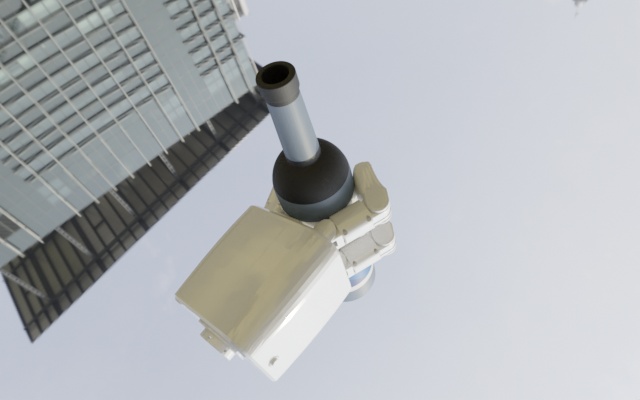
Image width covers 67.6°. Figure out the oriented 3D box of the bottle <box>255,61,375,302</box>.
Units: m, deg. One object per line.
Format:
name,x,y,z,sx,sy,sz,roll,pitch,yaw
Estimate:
bottle,0.000,0.001,0.428,0.069,0.069,0.296,0,-35,14
